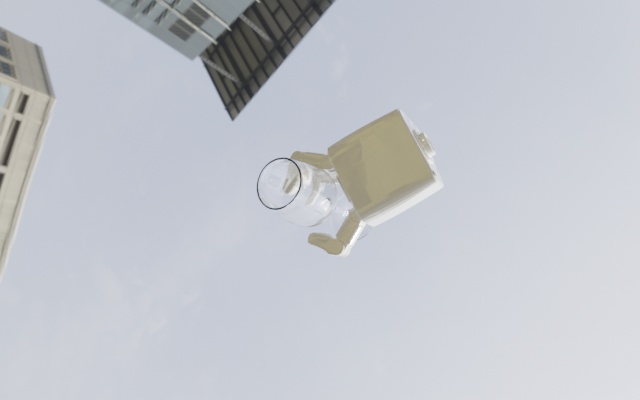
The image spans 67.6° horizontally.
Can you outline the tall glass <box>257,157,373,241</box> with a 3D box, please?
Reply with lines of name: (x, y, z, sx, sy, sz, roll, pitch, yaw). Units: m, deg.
tall glass: (0.000, 0.002, 0.626, 0.079, 0.079, 0.201, 0, -12, 30)
